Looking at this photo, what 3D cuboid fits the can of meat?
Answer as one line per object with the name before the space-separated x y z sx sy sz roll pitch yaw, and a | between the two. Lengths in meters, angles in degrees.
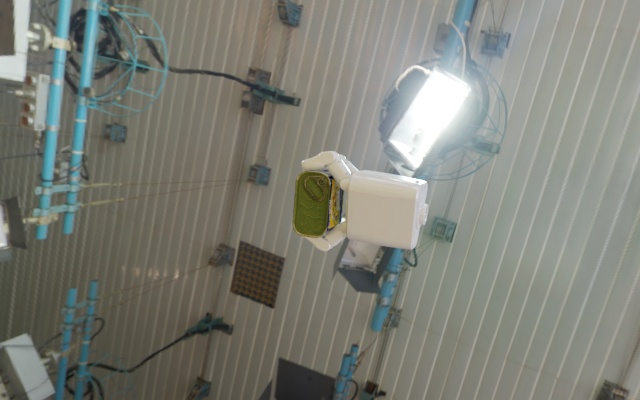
can of meat | 0.000 0.003 0.768 0.057 0.102 0.084 7 8 21
